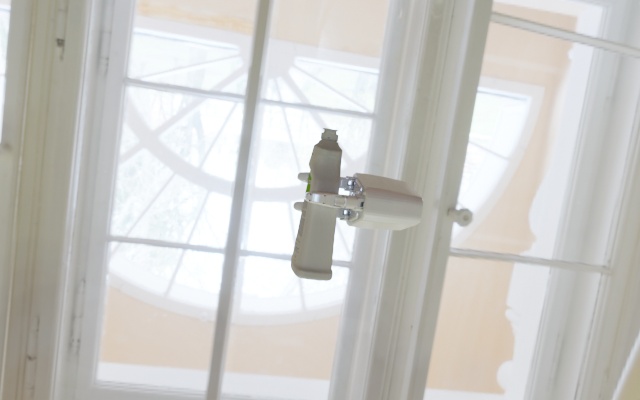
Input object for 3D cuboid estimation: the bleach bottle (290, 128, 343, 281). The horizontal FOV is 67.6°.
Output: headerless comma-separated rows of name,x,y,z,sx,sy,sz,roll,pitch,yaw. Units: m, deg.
bleach bottle,0.000,0.003,0.817,0.068,0.251,0.102,8,5,-13
